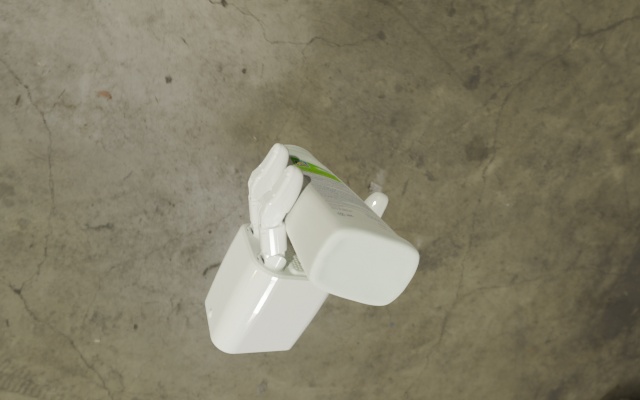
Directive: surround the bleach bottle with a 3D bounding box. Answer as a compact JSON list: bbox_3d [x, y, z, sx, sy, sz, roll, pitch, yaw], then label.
[{"bbox_3d":[0.000,0.002,0.503,0.102,0.068,0.250,21,18,-28],"label":"bleach bottle"}]
